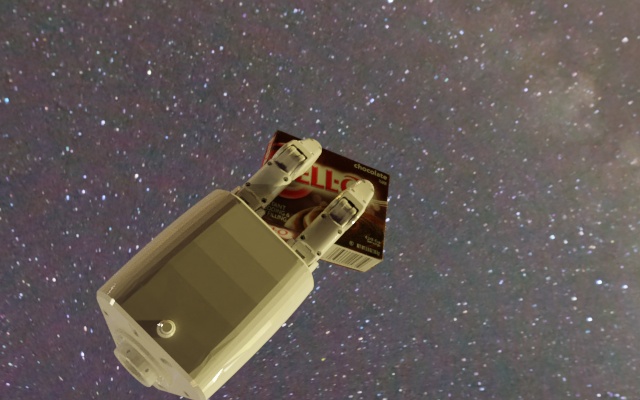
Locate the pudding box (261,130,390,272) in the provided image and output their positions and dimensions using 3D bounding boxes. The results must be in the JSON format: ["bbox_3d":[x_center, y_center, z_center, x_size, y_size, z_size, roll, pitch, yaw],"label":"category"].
[{"bbox_3d":[0.000,0.001,0.403,0.113,0.090,0.039,22,-36,-15],"label":"pudding box"}]
